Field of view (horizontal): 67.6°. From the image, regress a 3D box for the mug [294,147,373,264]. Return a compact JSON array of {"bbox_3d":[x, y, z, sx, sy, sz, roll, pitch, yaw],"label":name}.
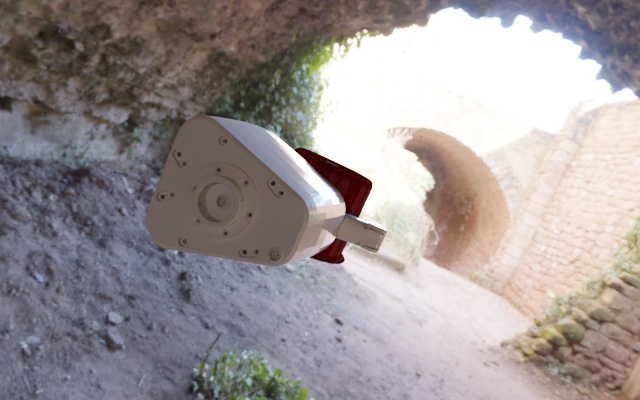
[{"bbox_3d":[0.001,0.001,0.462,0.093,0.081,0.117,26,8,10],"label":"mug"}]
